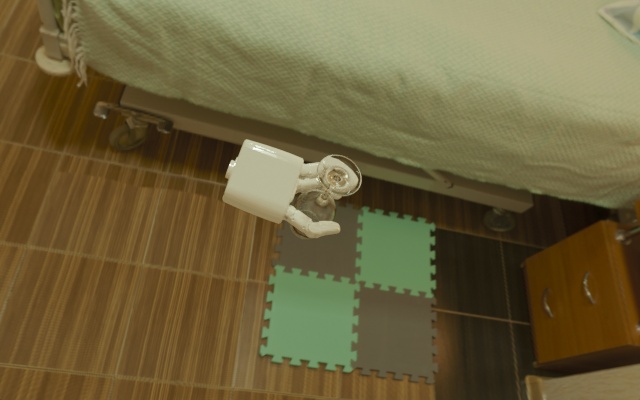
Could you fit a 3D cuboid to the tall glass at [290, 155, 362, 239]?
[{"bbox_3d":[0.000,0.003,0.833,0.079,0.079,0.201,0,-26,-19],"label":"tall glass"}]
